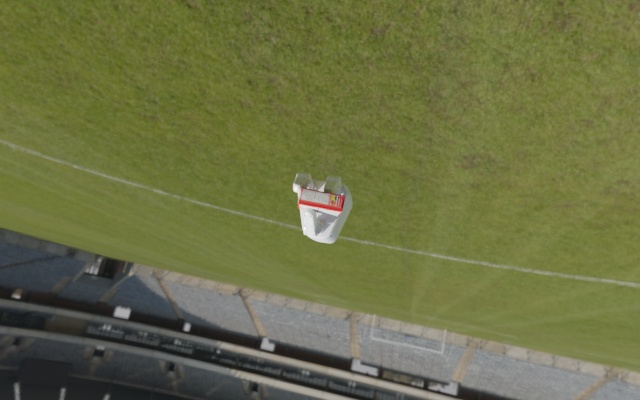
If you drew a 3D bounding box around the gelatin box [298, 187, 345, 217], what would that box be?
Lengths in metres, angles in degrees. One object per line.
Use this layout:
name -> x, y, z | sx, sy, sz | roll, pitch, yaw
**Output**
gelatin box -> 0.000, 0.003, 0.803 | 0.073, 0.030, 0.089 | 11, -7, -1
